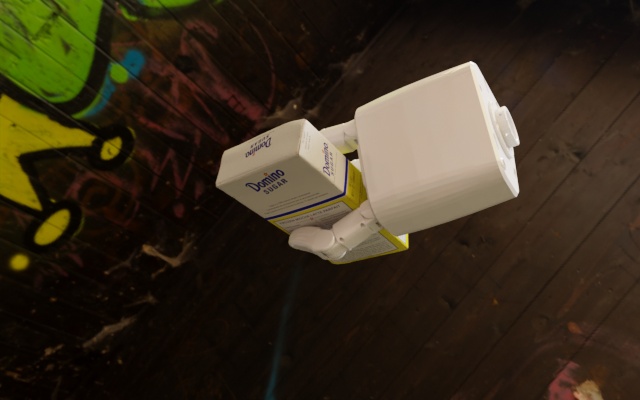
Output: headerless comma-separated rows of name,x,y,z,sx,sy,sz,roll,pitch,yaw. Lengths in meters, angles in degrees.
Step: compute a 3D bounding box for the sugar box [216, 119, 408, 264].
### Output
sugar box,0.000,0.001,0.444,0.093,0.048,0.176,-17,-41,32
